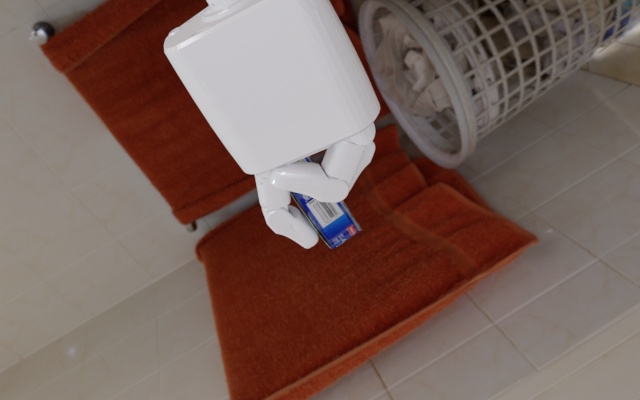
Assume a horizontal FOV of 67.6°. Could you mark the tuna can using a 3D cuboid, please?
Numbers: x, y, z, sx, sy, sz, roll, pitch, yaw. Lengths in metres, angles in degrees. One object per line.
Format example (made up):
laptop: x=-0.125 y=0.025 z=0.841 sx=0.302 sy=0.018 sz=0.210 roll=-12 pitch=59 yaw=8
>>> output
tuna can: x=0.000 y=0.002 z=0.438 sx=0.034 sy=0.086 sz=0.086 roll=-35 pitch=-1 yaw=1
